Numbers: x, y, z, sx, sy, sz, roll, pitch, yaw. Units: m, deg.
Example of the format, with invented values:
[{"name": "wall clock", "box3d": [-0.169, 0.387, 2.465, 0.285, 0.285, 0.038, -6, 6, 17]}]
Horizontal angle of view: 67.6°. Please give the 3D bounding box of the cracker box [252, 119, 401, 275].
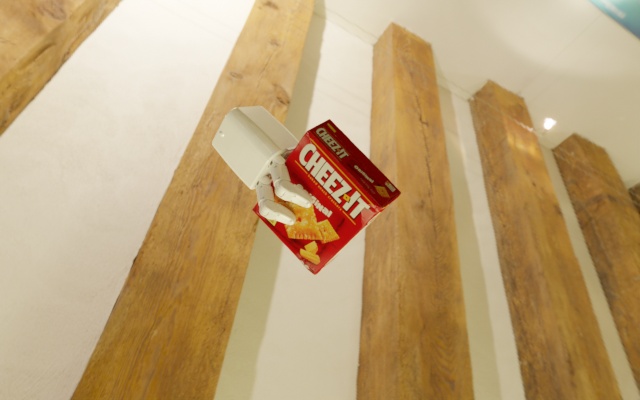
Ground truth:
[{"name": "cracker box", "box3d": [0.000, 0.003, 0.782, 0.072, 0.164, 0.214, -36, -10, -47]}]
